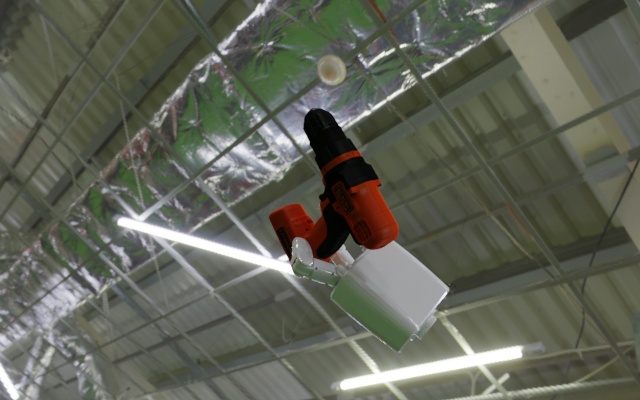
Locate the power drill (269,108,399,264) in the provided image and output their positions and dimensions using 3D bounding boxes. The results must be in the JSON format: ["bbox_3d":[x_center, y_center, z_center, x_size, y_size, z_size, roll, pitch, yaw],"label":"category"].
[{"bbox_3d":[0.000,0.002,0.607,0.057,0.184,0.188,-16,-18,-35],"label":"power drill"}]
